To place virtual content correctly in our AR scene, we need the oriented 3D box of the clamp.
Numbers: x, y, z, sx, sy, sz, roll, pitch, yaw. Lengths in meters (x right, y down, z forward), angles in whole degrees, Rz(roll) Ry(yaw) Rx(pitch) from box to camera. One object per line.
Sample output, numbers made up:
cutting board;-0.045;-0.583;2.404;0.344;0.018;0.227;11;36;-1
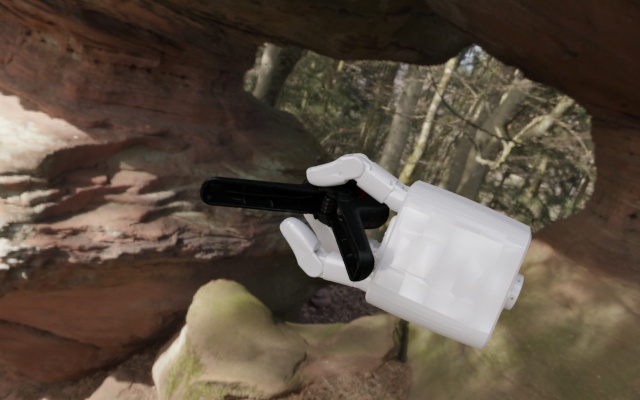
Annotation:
clamp;0.001;0.001;0.460;0.164;0.036;0.210;24;21;16
